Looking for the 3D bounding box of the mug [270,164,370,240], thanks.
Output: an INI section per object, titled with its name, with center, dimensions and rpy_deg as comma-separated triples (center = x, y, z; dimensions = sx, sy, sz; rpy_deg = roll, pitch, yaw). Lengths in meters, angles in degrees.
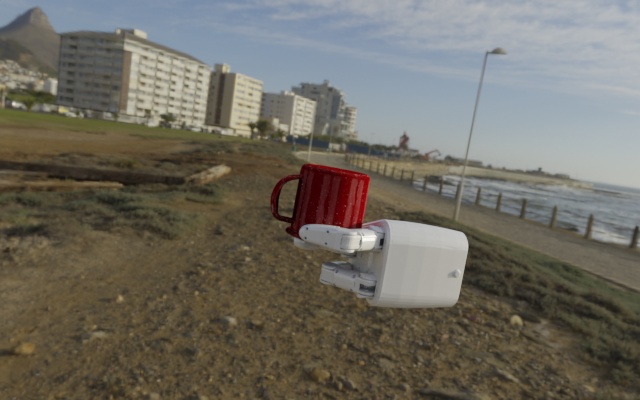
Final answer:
[mug]
center = -0.001, 0.001, 0.550
dimensions = 0.117, 0.081, 0.093
rpy_deg = 8, 7, -18
